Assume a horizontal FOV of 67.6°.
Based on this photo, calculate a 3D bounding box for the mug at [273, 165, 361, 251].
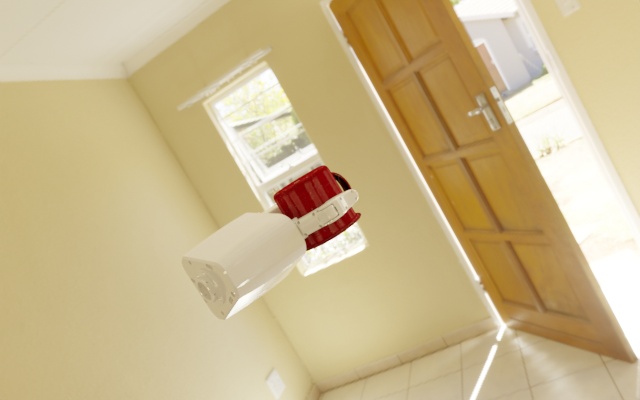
[{"bbox_3d":[0.001,0.001,0.625,0.117,0.081,0.093,-36,8,-38],"label":"mug"}]
